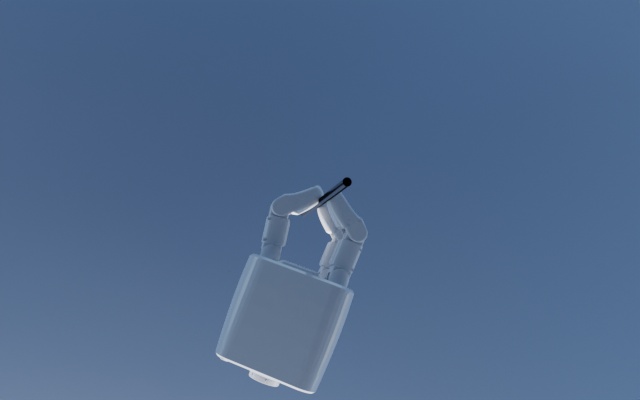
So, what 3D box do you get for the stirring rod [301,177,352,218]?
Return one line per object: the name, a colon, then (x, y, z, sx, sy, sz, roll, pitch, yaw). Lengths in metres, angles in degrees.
stirring rod: (0.000, 0.002, 0.517, 0.011, 0.011, 0.239, 0, -8, -11)
